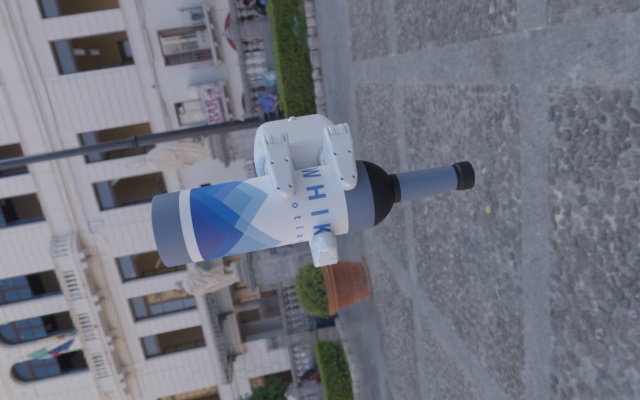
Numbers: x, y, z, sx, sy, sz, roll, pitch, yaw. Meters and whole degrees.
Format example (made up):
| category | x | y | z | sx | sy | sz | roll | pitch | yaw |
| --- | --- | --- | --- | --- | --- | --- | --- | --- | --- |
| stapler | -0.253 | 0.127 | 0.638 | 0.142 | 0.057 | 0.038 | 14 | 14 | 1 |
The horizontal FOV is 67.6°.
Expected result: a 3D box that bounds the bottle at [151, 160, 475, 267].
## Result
| category | x | y | z | sx | sy | sz | roll | pitch | yaw |
| --- | --- | --- | --- | --- | --- | --- | --- | --- | --- |
| bottle | 0.000 | 0.002 | 0.448 | 0.296 | 0.069 | 0.069 | -10 | 1 | -6 |
